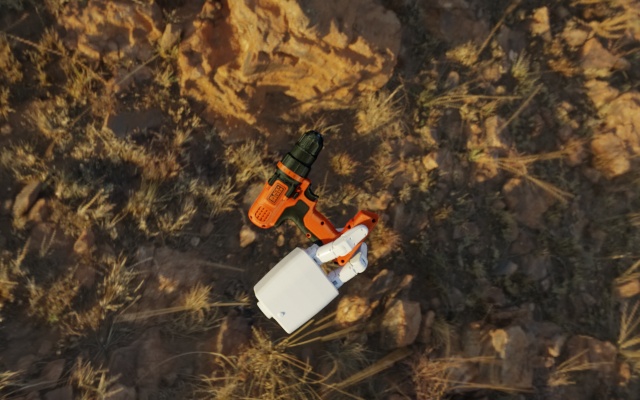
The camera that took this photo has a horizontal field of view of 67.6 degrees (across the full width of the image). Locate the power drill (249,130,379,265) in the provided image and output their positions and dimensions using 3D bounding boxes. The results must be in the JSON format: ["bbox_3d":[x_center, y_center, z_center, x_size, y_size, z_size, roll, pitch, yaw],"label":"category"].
[{"bbox_3d":[0.000,0.003,0.789,0.187,0.184,0.057,35,11,0],"label":"power drill"}]
